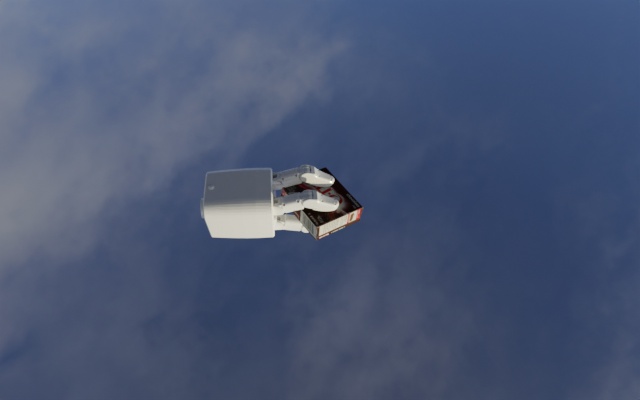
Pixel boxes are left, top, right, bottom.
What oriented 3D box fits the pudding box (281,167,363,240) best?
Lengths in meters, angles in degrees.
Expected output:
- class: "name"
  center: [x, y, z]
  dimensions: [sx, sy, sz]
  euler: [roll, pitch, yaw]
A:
- class: "pudding box"
  center: [0.000, 0.003, 0.781]
  dimensions: [0.090, 0.039, 0.113]
  euler: [-23, 54, -25]
